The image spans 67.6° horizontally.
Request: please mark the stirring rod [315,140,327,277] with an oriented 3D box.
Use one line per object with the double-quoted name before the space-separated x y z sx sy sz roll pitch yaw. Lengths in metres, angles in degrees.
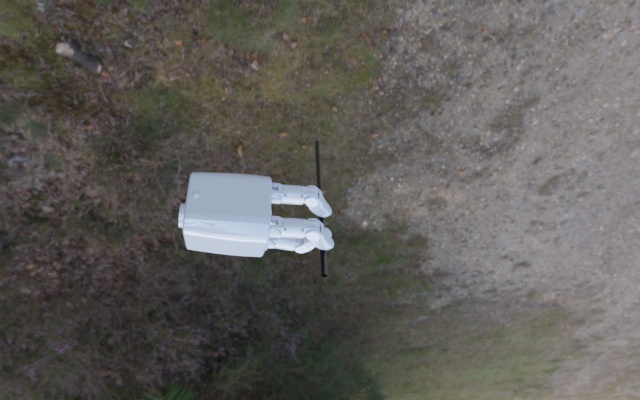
"stirring rod" 0.000 0.002 0.696 0.011 0.239 0.011 -2 -37 -1
